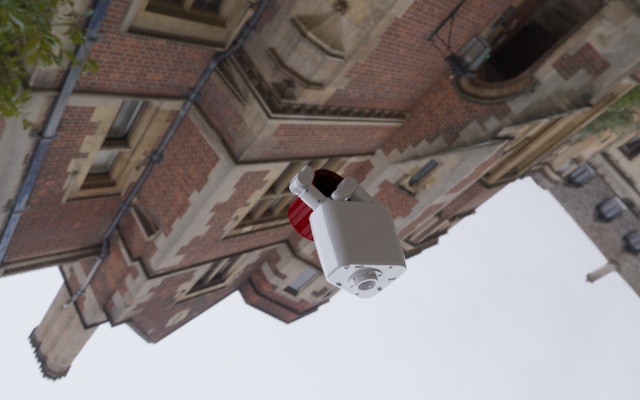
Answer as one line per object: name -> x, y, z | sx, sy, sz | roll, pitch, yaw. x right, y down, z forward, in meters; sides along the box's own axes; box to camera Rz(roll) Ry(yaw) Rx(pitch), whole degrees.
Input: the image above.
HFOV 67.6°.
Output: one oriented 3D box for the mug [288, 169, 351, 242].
mug -> 0.000, 0.002, 0.758 | 0.093, 0.117, 0.081 | 19, -50, -33
